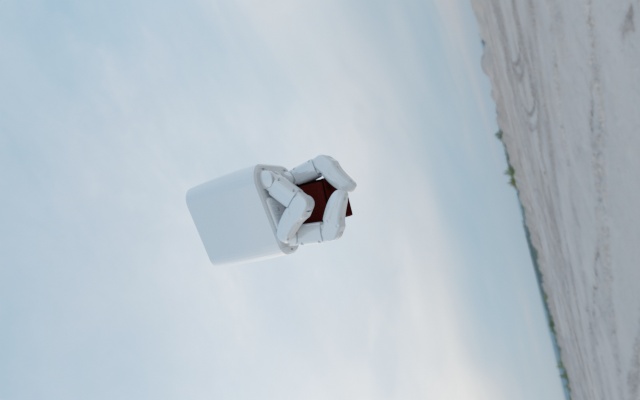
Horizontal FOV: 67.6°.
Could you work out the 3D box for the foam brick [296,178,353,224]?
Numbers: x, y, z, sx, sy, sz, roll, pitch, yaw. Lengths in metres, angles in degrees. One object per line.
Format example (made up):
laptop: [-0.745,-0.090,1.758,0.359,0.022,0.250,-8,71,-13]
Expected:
foam brick: [0.000,0.002,0.607,0.051,0.053,0.078,-15,-4,22]
